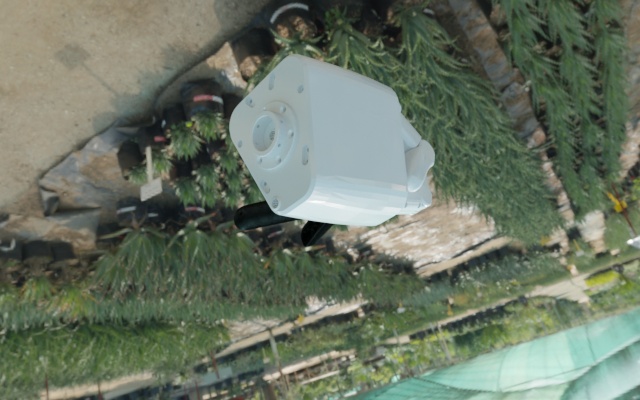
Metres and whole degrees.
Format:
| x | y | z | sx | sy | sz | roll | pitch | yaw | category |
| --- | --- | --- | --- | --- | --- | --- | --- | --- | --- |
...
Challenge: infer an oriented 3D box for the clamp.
| x | y | z | sx | sy | sz | roll | pitch | yaw | category |
| --- | --- | --- | --- | --- | --- | --- | --- | --- | --- |
| 0.000 | 0.002 | 0.474 | 0.120 | 0.039 | 0.171 | 7 | -32 | -46 | clamp |
